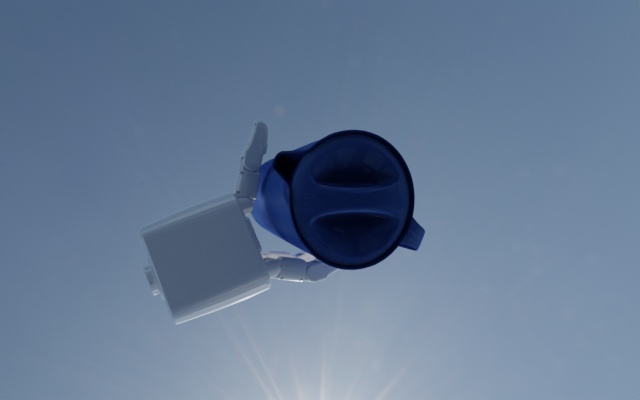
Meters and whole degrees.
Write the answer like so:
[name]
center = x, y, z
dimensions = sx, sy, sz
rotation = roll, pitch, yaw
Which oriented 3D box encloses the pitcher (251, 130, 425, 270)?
[pitcher]
center = 0.000, 0.002, 0.561
dimensions = 0.145, 0.149, 0.243
rotation = -21, 9, -19
